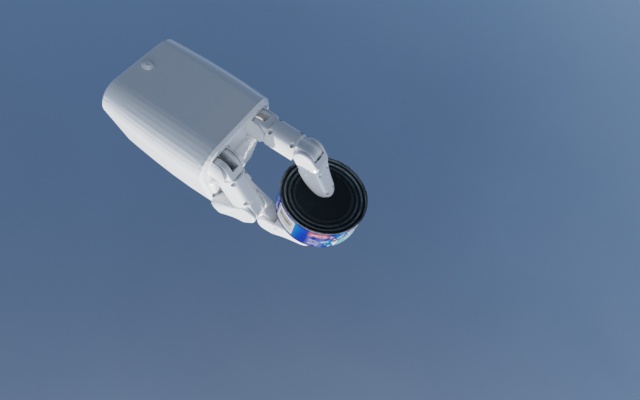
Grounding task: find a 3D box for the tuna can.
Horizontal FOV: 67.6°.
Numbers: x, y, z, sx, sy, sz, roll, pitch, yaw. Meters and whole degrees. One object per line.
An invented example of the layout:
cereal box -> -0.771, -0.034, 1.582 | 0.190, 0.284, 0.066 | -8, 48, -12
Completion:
tuna can -> 0.000, 0.002, 0.463 | 0.086, 0.086, 0.034 | 0, -30, -16
